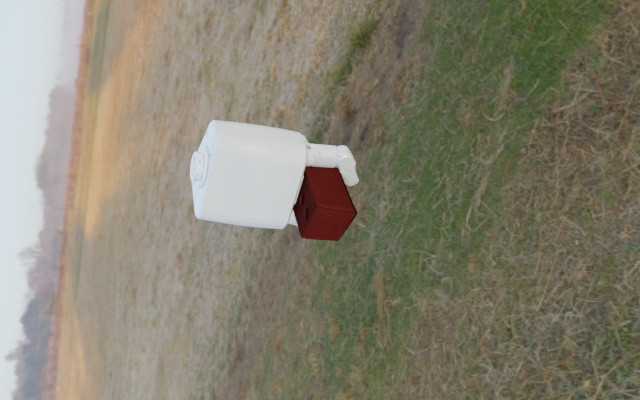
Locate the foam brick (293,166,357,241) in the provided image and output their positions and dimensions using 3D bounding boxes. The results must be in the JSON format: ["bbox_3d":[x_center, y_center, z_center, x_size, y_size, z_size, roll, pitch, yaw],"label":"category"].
[{"bbox_3d":[0.000,0.002,0.563,0.051,0.078,0.053,7,-48,-27],"label":"foam brick"}]
